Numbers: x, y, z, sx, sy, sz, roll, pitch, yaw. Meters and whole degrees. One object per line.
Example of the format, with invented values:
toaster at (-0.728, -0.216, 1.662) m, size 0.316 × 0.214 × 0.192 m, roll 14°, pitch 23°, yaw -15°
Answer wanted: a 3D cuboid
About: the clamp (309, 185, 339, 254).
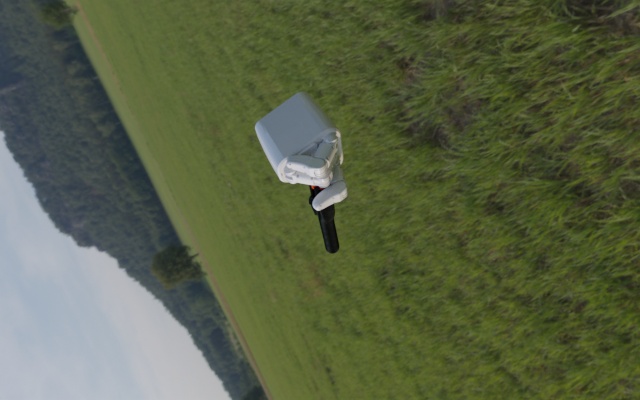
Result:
clamp at (0.000, 0.003, 0.812) m, size 0.039 × 0.120 × 0.172 m, roll -21°, pitch -36°, yaw -12°
